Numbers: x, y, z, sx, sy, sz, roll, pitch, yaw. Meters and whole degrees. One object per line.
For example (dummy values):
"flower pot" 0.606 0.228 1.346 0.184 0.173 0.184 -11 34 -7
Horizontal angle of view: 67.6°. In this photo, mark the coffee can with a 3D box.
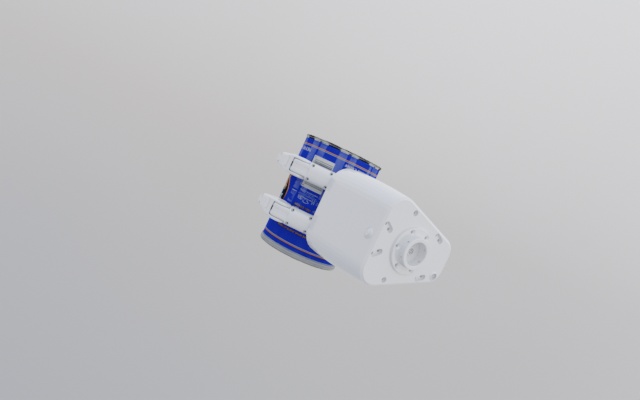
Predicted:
"coffee can" 0.000 0.002 0.599 0.103 0.140 0.103 25 3 -2
